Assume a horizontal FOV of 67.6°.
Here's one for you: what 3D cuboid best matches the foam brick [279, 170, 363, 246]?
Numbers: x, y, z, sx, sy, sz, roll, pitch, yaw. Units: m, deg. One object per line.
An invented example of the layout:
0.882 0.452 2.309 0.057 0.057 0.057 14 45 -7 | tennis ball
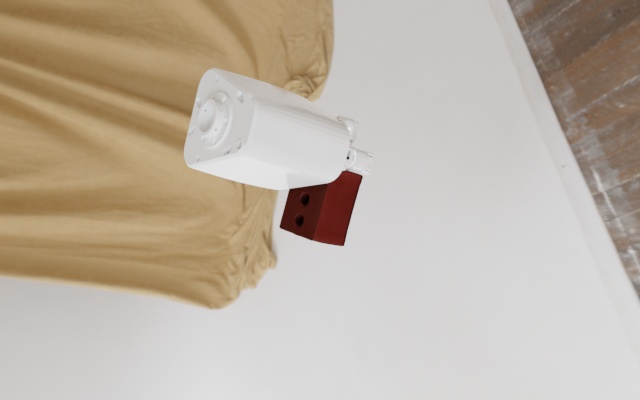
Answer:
0.000 0.002 0.493 0.053 0.078 0.051 17 4 42 | foam brick
